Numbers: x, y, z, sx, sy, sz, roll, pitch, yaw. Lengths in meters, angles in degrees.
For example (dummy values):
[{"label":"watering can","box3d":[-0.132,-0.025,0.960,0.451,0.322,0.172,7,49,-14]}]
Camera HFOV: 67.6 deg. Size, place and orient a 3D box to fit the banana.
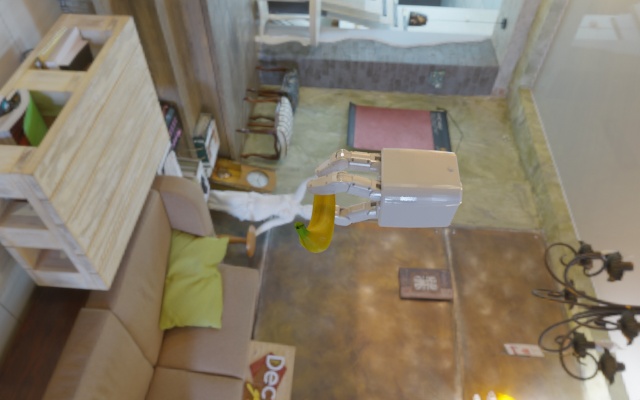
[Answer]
[{"label":"banana","box3d":[0.001,0.021,0.671,0.037,0.070,0.197,0,24,8]}]
